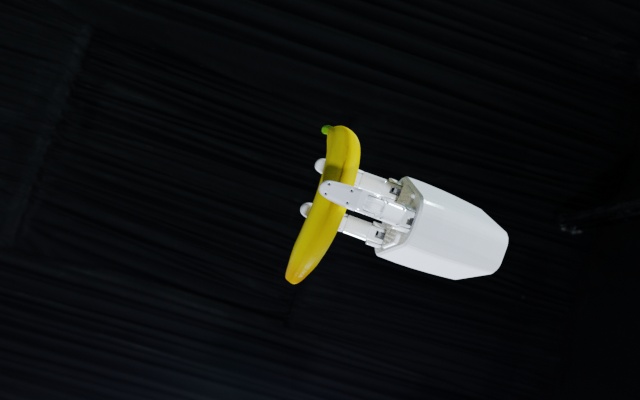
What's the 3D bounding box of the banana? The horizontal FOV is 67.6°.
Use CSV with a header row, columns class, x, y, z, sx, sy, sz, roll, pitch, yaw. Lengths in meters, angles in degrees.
class,x,y,z,sx,sy,sz,roll,pitch,yaw
banana,0.008,-0.007,0.512,0.037,0.197,0.070,23,-26,-17
